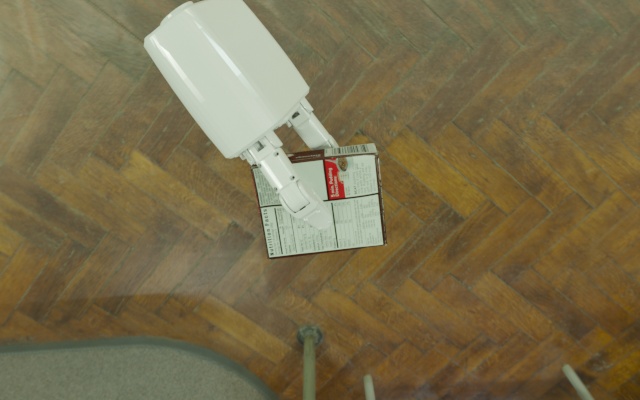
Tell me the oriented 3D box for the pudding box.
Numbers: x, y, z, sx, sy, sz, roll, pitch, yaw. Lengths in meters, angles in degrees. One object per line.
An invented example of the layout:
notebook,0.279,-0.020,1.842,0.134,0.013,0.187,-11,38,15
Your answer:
pudding box,0.000,0.001,0.432,0.113,0.090,0.039,-6,18,5
